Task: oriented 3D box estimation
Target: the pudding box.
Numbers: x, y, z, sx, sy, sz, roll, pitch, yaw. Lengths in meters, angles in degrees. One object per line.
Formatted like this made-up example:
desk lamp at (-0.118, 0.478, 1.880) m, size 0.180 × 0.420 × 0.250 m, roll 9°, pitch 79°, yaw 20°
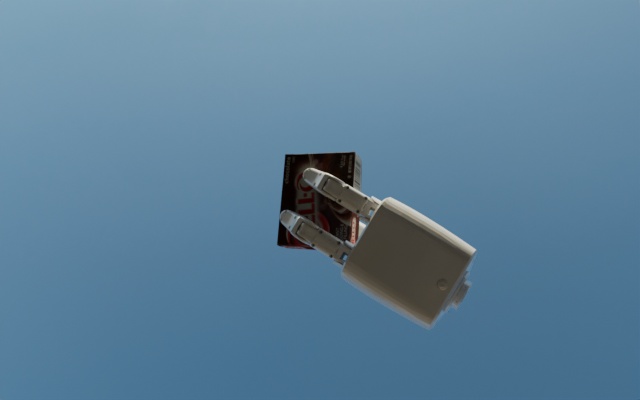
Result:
pudding box at (0.000, 0.002, 0.559) m, size 0.090 × 0.113 × 0.039 m, roll 0°, pitch -12°, yaw 22°
